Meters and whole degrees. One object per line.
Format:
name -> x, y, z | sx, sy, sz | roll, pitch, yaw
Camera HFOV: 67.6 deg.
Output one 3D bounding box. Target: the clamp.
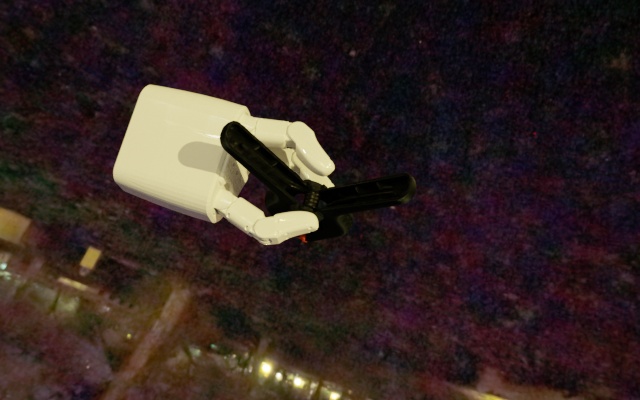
clamp -> 0.000, 0.002, 0.466 | 0.164, 0.036, 0.210 | 16, -21, 8
